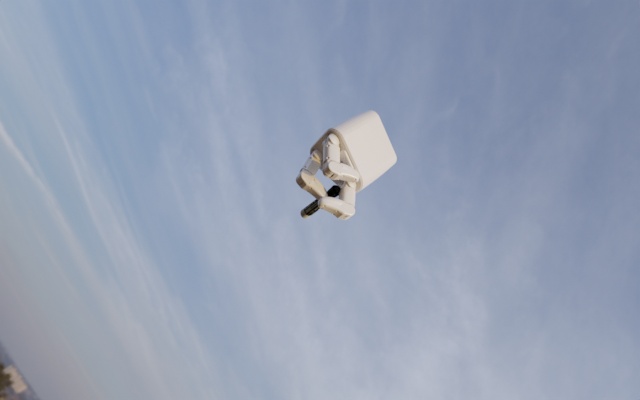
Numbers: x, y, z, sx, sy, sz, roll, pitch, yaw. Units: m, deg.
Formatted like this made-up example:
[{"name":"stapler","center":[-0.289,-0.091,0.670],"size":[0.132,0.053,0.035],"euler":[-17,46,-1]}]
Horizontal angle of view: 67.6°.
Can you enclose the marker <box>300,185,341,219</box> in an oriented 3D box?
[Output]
[{"name":"marker","center":[0.000,0.003,0.819],"size":[0.020,0.020,0.121],"euler":[0,-21,-31]}]
